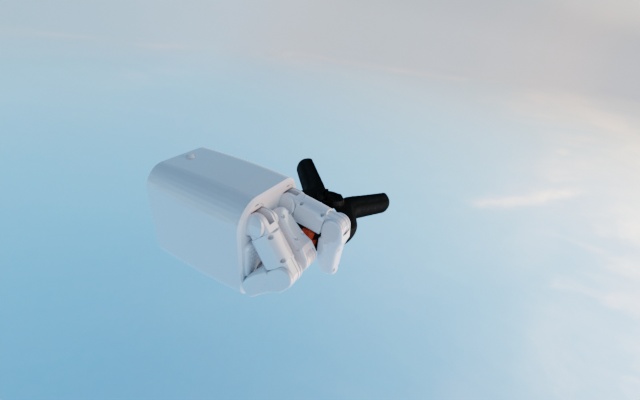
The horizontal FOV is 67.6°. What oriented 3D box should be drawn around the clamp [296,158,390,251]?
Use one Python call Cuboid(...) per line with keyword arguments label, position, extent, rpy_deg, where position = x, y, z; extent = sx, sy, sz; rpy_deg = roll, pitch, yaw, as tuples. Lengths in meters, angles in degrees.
Cuboid(label="clamp", position=(0.000, 0.002, 0.525), extent=(0.120, 0.039, 0.171), rpy_deg=(24, 25, 17))
